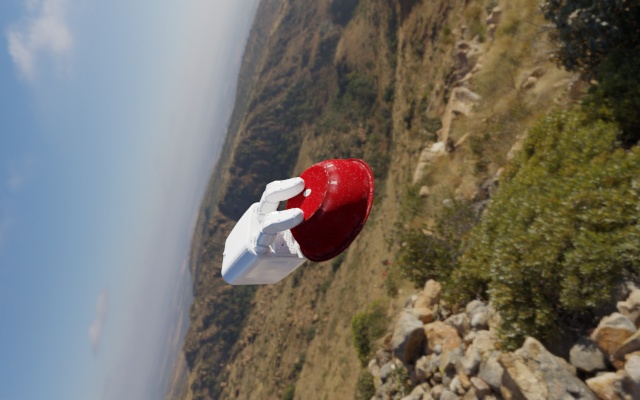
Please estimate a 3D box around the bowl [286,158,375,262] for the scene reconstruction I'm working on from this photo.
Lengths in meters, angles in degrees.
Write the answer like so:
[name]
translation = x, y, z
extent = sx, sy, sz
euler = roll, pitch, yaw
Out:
[bowl]
translation = 0.001, 0.001, 0.673
extent = 0.055, 0.162, 0.162
euler = 29, -16, -32
